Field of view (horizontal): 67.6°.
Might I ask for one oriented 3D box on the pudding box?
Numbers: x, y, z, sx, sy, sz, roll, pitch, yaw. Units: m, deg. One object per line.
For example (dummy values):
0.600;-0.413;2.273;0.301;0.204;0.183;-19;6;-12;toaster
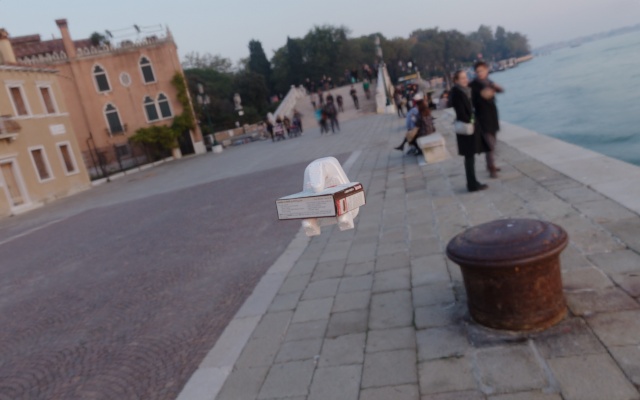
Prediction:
0.000;0.002;0.743;0.113;0.039;0.090;-7;9;35;pudding box
